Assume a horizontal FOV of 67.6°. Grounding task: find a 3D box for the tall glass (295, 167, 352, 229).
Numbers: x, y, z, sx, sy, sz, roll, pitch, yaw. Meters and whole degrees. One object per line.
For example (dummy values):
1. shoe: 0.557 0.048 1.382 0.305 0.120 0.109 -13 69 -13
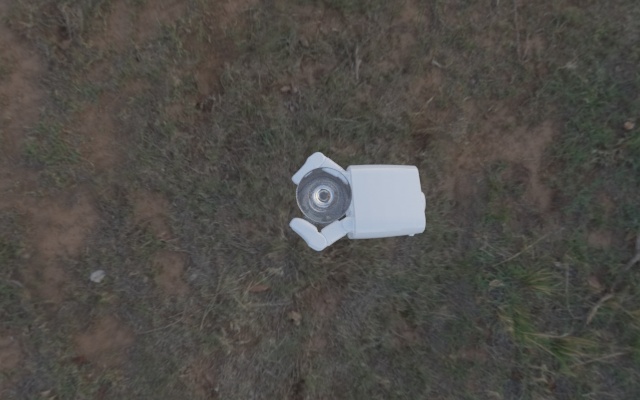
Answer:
1. tall glass: 0.000 0.002 0.726 0.079 0.079 0.201 0 -6 -3
